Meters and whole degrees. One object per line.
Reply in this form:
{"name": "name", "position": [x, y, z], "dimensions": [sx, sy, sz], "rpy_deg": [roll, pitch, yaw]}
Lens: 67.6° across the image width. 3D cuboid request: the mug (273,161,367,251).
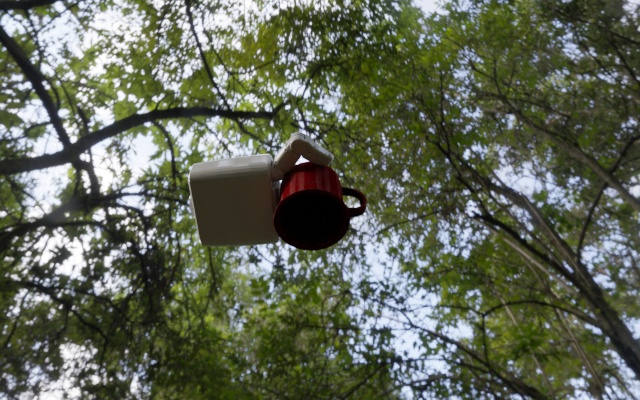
{"name": "mug", "position": [0.002, 0.002, 0.609], "dimensions": [0.117, 0.093, 0.081], "rpy_deg": [-4, 34, 0]}
